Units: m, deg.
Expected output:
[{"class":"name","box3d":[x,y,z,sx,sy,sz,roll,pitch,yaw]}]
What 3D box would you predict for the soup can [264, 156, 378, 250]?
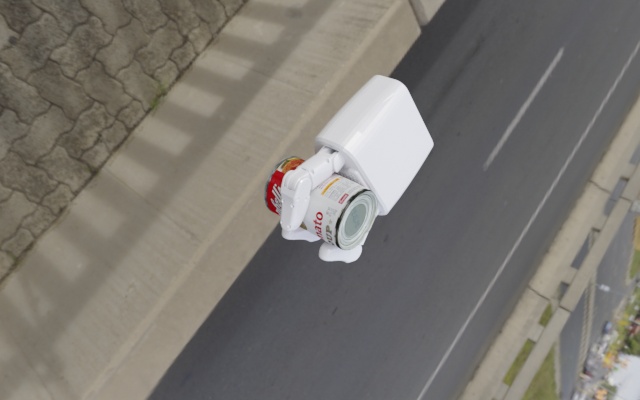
[{"class":"soup can","box3d":[0.000,0.002,0.500,0.102,0.068,0.068,27,15,33]}]
